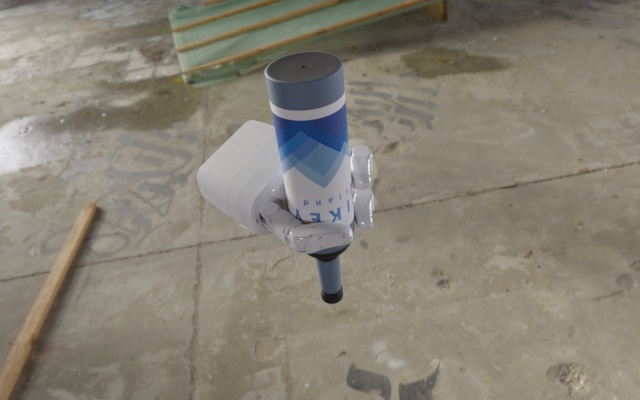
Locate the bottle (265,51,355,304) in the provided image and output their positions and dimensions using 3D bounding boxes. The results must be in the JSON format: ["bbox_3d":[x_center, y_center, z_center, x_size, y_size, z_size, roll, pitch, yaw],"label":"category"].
[{"bbox_3d":[0.000,0.001,0.493,0.069,0.296,0.069,-4,38,3],"label":"bottle"}]
